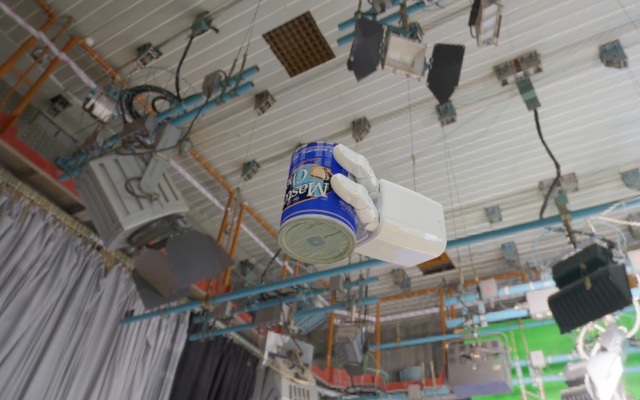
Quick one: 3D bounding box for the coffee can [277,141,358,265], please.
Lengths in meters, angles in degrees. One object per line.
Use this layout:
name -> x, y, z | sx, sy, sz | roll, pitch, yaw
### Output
coffee can -> 0.000, 0.002, 0.661 | 0.103, 0.140, 0.103 | 4, -40, 3
